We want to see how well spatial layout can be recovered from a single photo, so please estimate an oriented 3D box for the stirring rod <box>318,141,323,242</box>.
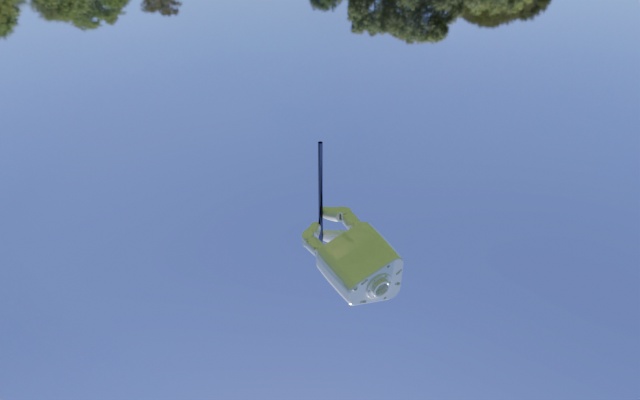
[{"bbox_3d":[0.000,0.003,0.861,0.011,0.240,0.011,0,35,0],"label":"stirring rod"}]
